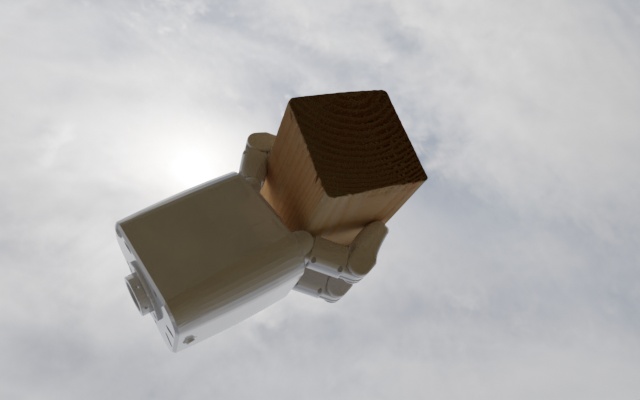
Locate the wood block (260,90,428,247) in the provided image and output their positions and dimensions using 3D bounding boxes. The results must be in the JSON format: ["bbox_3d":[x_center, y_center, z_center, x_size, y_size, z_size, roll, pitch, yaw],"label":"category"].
[{"bbox_3d":[0.000,0.001,0.445,0.090,0.090,0.206,-11,-24,-24],"label":"wood block"}]
